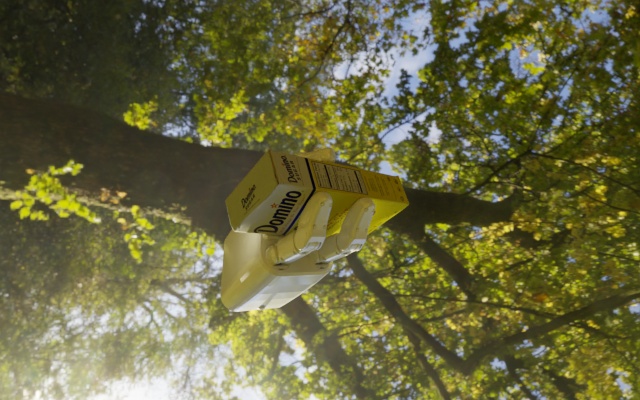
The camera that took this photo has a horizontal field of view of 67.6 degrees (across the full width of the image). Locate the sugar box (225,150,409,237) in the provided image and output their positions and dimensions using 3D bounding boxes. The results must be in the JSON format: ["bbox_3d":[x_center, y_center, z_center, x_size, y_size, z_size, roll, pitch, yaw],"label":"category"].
[{"bbox_3d":[0.000,0.002,0.507,0.176,0.048,0.093,5,-34,-39],"label":"sugar box"}]
